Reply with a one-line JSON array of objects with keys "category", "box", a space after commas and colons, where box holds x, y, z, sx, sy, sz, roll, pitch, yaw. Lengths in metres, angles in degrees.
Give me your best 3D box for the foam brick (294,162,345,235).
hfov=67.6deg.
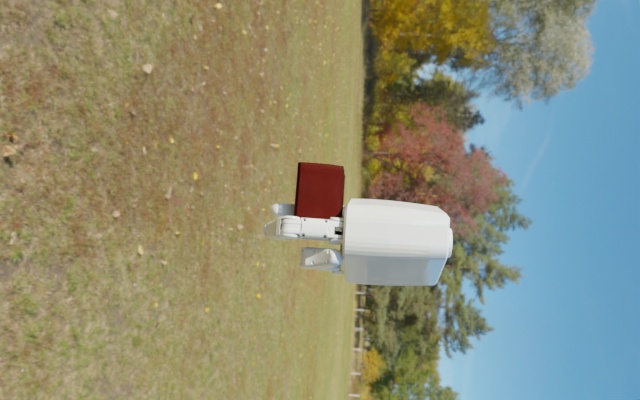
[{"category": "foam brick", "box": [0.000, 0.001, 0.540, 0.051, 0.078, 0.053, 3, -12, 7]}]
